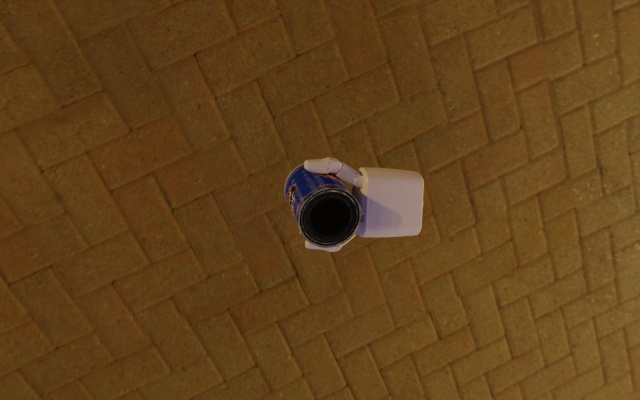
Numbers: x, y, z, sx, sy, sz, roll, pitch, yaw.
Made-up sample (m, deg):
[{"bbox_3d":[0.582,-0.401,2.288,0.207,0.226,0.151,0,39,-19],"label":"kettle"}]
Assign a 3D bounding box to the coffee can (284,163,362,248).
[{"bbox_3d":[0.000,0.003,0.801,0.103,0.103,0.140,0,21,-13],"label":"coffee can"}]
